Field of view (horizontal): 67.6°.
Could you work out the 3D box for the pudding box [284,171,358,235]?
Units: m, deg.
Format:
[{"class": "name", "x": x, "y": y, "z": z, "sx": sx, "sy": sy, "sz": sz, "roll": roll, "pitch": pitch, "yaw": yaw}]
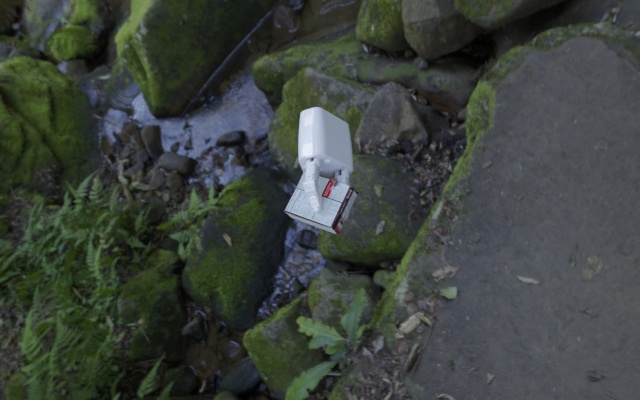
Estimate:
[{"class": "pudding box", "x": 0.000, "y": 0.003, "z": 0.886, "sx": 0.113, "sy": 0.090, "sz": 0.039, "roll": 19, "pitch": -13, "yaw": 32}]
